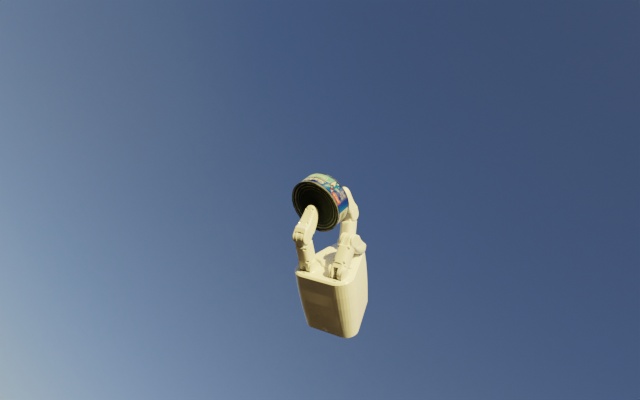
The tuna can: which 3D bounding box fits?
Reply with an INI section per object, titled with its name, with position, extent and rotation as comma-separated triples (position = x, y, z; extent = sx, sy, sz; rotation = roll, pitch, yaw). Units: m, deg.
[tuna can]
position = 0.000, 0.002, 0.723
extent = 0.086, 0.086, 0.033
rotation = 0, 28, 41
